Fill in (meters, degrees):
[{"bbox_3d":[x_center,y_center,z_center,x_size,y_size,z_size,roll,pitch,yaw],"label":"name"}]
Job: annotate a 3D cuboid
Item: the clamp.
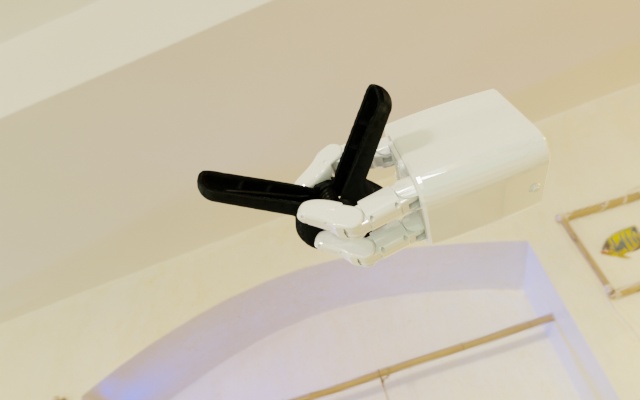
[{"bbox_3d":[0.000,0.001,0.436,0.164,0.036,0.210,-21,-36,4],"label":"clamp"}]
